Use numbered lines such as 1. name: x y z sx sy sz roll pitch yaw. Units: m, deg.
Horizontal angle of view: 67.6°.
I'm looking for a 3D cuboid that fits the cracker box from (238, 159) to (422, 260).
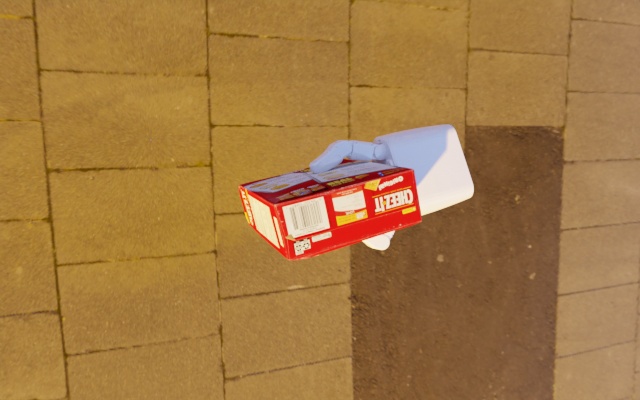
1. cracker box: 0.000 0.002 0.603 0.164 0.072 0.213 -15 12 -17
